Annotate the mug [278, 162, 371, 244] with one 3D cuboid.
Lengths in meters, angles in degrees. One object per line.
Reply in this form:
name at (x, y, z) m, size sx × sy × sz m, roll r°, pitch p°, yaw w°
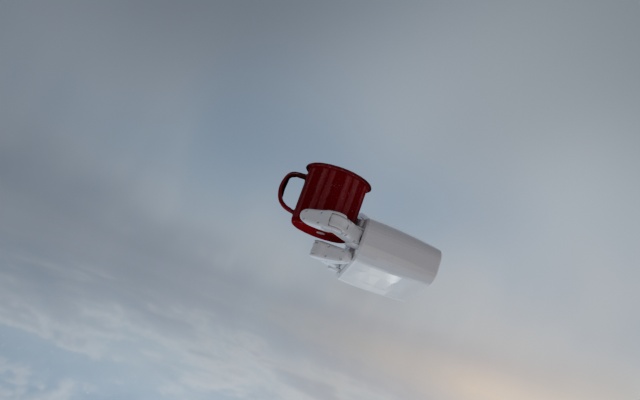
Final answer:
mug at (-0.001, 0.002, 0.632) m, size 0.117 × 0.081 × 0.093 m, roll 21°, pitch -14°, yaw -3°
